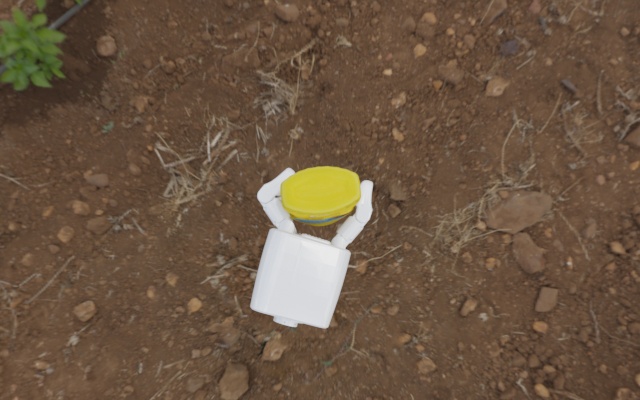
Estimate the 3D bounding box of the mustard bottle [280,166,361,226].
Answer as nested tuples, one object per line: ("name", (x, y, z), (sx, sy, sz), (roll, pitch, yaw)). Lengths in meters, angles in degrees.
("mustard bottle", (0.000, 0.002, 0.652), (0.096, 0.058, 0.192), (-9, -9, -1))
